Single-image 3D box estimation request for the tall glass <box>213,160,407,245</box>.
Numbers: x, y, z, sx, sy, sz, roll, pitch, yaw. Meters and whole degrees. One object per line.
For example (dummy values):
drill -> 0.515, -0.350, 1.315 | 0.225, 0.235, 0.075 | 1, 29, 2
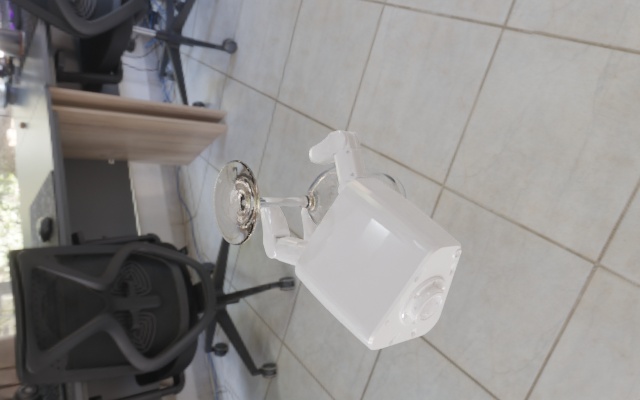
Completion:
tall glass -> -0.001, 0.001, 0.480 | 0.201, 0.079, 0.079 | -1, 0, -41
